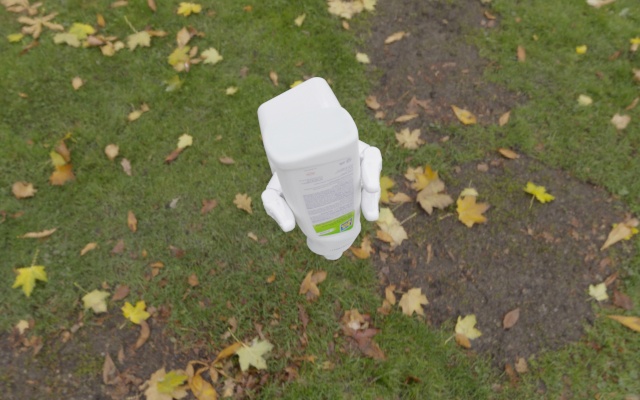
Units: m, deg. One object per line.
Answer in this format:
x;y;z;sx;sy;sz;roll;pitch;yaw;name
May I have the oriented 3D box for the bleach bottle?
0.000;0.002;0.598;0.102;0.068;0.251;-16;-37;-7;bleach bottle
